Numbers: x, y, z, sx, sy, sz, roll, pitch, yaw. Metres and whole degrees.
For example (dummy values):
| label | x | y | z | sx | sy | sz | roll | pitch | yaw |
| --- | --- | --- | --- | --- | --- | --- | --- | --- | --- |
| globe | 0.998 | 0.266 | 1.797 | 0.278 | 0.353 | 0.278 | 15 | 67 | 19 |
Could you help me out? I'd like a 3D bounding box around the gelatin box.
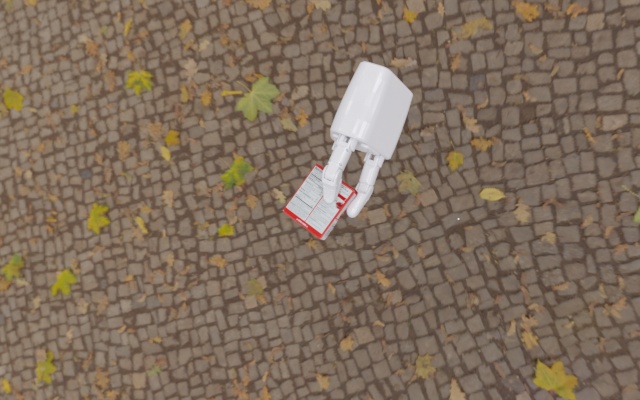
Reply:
| label | x | y | z | sx | sy | sz | roll | pitch | yaw |
| --- | --- | --- | --- | --- | --- | --- | --- | --- | --- |
| gelatin box | 0.000 | 0.003 | 0.704 | 0.073 | 0.089 | 0.030 | 36 | 0 | 16 |
